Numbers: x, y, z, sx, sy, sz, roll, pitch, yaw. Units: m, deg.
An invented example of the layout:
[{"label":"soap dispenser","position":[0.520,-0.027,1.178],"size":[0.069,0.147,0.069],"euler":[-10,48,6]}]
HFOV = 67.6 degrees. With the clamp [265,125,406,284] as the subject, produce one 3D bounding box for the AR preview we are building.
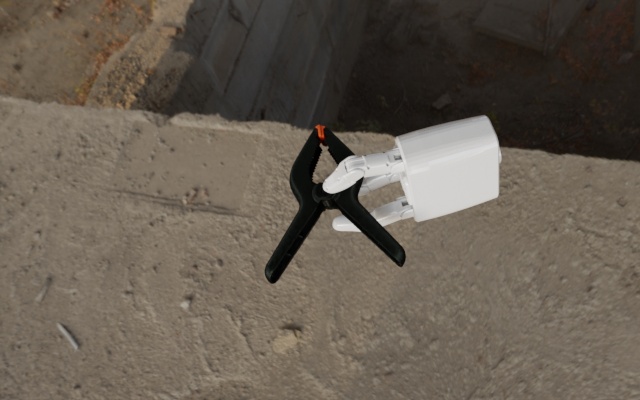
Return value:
[{"label":"clamp","position":[0.000,0.001,0.591],"size":[0.164,0.210,0.036],"euler":[-14,-28,4]}]
